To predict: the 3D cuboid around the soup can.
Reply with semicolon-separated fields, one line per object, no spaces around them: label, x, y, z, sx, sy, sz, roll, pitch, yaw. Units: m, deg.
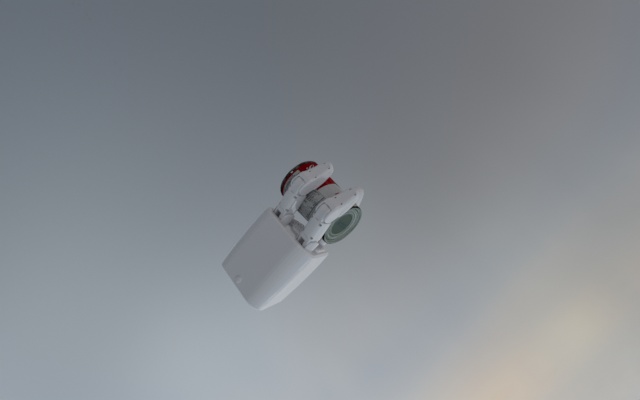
soup can;0.001;0.002;0.661;0.068;0.068;0.102;0;40;-51
